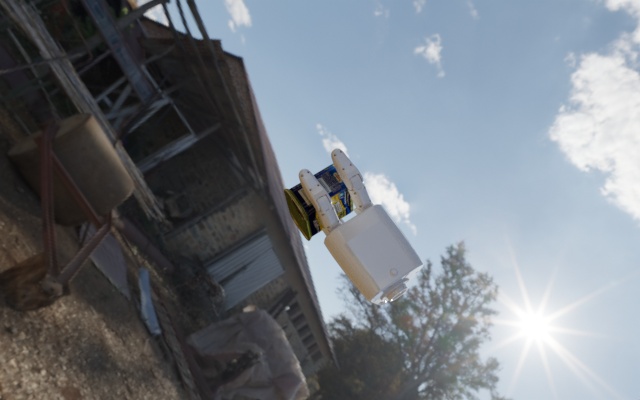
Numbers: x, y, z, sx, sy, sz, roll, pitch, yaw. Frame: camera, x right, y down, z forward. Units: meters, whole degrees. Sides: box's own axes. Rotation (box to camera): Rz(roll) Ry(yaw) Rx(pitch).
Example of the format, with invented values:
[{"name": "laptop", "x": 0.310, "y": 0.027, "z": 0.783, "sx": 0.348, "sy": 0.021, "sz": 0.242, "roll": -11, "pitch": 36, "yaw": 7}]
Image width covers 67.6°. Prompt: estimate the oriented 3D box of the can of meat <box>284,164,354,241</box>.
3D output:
[{"name": "can of meat", "x": 0.000, "y": 0.002, "z": 0.702, "sx": 0.084, "sy": 0.057, "sz": 0.102, "roll": -31, "pitch": -27, "yaw": -12}]
